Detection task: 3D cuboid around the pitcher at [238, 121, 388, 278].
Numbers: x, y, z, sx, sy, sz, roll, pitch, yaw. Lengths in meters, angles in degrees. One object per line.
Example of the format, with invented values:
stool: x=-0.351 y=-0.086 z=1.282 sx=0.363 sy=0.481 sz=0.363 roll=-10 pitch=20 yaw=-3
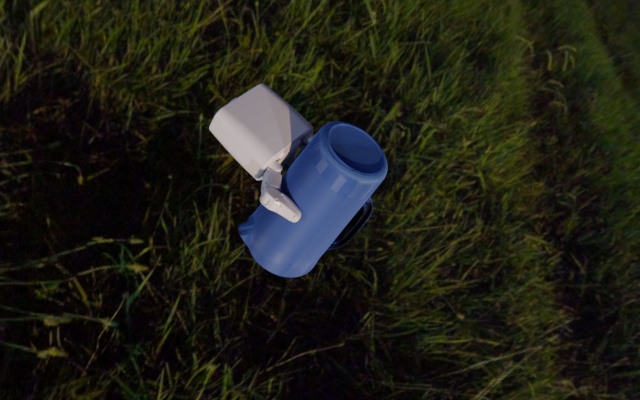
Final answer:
pitcher: x=0.000 y=0.002 z=0.712 sx=0.149 sy=0.145 sz=0.243 roll=-41 pitch=-7 yaw=-48
